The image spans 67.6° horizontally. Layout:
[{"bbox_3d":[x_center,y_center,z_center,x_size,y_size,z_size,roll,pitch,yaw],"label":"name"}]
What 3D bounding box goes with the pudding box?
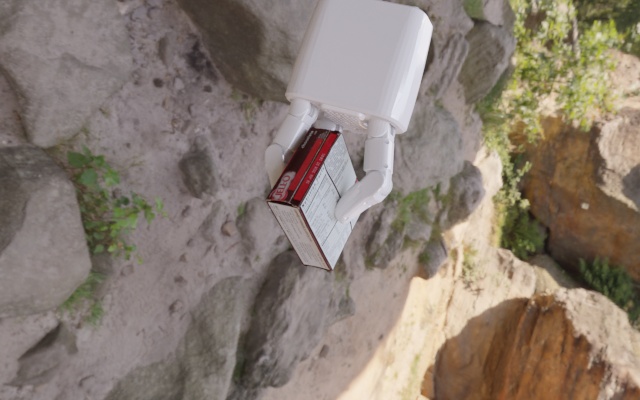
[{"bbox_3d":[0.000,0.001,0.452,0.039,0.090,0.114,12,-33,29],"label":"pudding box"}]
